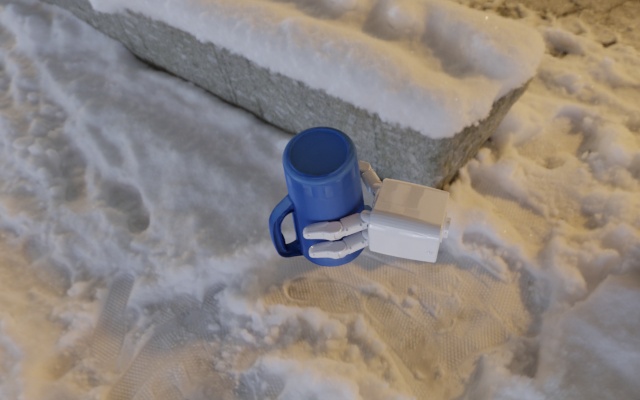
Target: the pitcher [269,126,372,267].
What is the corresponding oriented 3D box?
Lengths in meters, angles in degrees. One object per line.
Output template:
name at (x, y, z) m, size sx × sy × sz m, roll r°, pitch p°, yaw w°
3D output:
pitcher at (0.000, 0.003, 0.770) m, size 0.145 × 0.149 × 0.243 m, roll 13°, pitch -31°, yaw 15°
